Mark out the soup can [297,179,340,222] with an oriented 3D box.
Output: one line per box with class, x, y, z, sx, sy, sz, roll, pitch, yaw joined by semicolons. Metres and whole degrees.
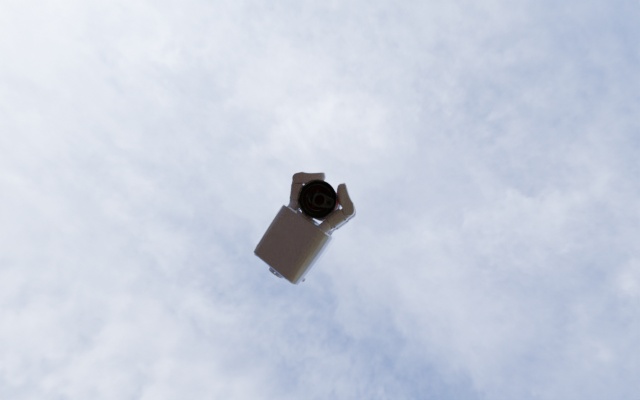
soup can;0.000;0.002;0.859;0.068;0.068;0.102;0;-6;7
